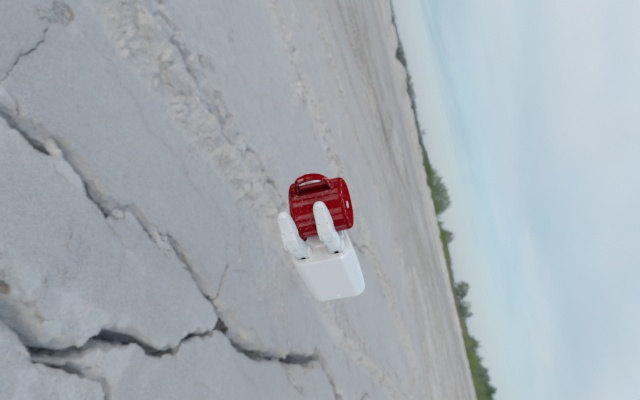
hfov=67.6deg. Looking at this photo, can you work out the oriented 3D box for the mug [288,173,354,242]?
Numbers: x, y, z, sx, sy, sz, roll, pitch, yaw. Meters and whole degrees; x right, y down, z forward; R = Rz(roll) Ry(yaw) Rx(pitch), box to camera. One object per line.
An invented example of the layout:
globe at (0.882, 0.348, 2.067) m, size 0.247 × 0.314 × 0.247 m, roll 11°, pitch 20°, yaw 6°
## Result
mug at (0.000, 0.001, 0.730) m, size 0.081 × 0.117 × 0.093 m, roll -12°, pitch 42°, yaw 12°
